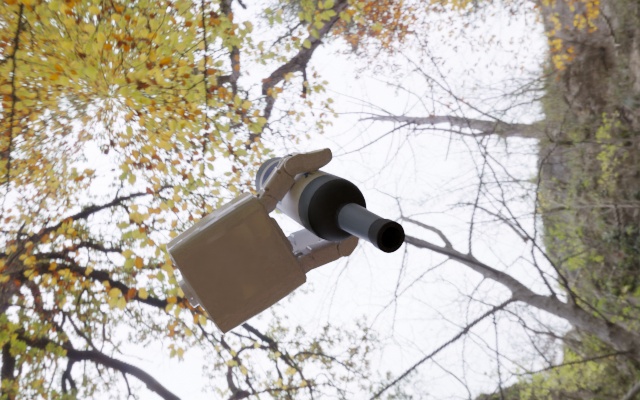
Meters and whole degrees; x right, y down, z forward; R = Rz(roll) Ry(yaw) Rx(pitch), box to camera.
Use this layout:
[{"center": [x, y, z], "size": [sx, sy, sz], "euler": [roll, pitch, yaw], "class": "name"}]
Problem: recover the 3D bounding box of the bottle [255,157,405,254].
[{"center": [0.000, 0.002, 0.522], "size": [0.069, 0.069, 0.295], "euler": [0, 11, -24], "class": "bottle"}]
